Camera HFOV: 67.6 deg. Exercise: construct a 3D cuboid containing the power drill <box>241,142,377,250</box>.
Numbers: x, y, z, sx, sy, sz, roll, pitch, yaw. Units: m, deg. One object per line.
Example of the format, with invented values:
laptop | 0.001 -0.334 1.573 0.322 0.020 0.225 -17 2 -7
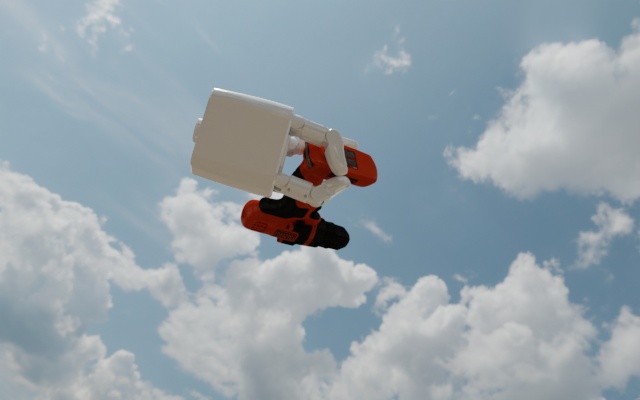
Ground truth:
power drill | 0.000 0.002 0.697 0.184 0.057 0.188 16 -46 -28
